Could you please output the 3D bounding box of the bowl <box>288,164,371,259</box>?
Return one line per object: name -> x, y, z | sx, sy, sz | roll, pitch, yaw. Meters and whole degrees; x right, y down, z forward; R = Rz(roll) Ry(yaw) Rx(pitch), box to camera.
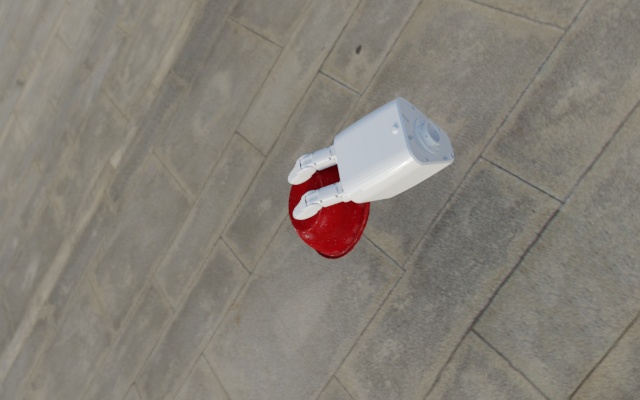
bowl -> -0.001, 0.003, 0.686 | 0.055, 0.162, 0.162 | 8, -4, -34
